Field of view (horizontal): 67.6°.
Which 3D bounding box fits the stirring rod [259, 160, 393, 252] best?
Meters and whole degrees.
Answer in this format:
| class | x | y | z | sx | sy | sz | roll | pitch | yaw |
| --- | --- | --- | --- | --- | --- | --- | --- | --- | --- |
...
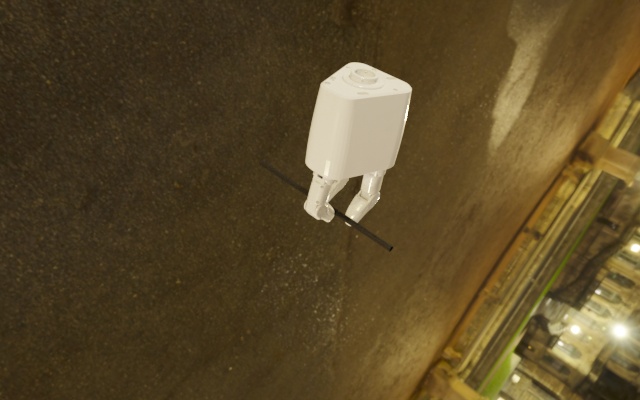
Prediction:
| class | x | y | z | sx | sy | sz | roll | pitch | yaw |
| --- | --- | --- | --- | --- | --- | --- | --- | --- | --- |
| stirring rod | 0.000 | 0.002 | 0.653 | 0.239 | 0.011 | 0.011 | 33 | 17 | 28 |
